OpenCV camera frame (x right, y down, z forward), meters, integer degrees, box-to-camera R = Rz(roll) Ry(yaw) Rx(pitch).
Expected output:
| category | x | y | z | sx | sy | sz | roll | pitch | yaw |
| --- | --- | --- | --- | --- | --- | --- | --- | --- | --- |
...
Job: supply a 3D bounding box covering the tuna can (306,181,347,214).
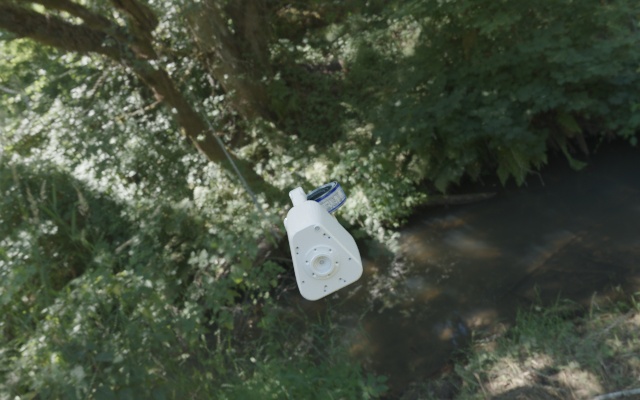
| category | x | y | z | sx | sy | sz | roll | pitch | yaw |
| --- | --- | --- | --- | --- | --- | --- | --- | --- | --- |
| tuna can | 0.000 | 0.002 | 0.810 | 0.086 | 0.034 | 0.086 | -29 | 12 | 7 |
